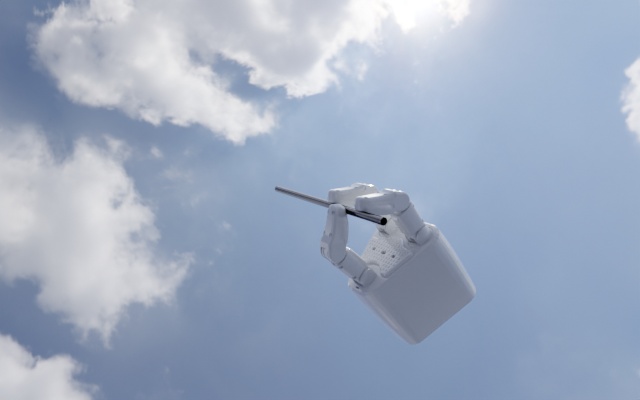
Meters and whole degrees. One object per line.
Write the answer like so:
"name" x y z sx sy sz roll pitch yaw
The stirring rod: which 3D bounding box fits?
"stirring rod" 0.000 0.002 0.545 0.011 0.011 0.239 0 8 -30
